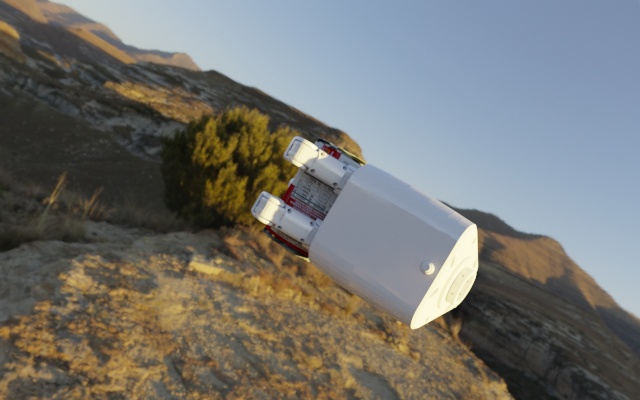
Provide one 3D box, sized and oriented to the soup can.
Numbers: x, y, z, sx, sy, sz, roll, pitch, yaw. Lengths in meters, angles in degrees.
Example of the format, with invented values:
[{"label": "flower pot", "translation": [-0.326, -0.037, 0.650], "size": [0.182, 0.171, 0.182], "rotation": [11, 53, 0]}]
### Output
[{"label": "soup can", "translation": [0.000, 0.001, 0.451], "size": [0.068, 0.102, 0.068], "rotation": [31, 1, -1]}]
